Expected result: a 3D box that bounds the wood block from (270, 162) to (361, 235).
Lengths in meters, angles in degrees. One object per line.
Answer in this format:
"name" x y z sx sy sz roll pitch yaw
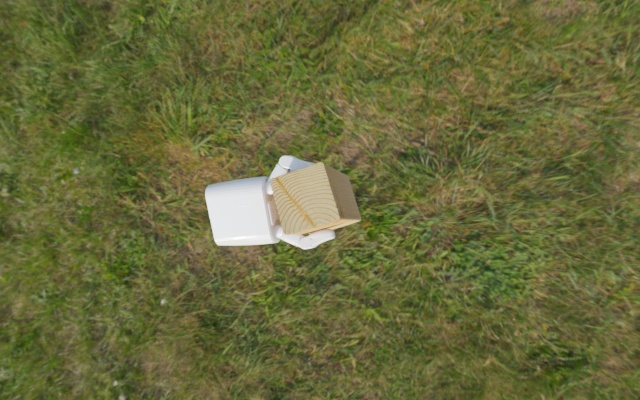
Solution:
"wood block" 0.000 0.003 0.801 0.090 0.091 0.206 -17 -6 12
